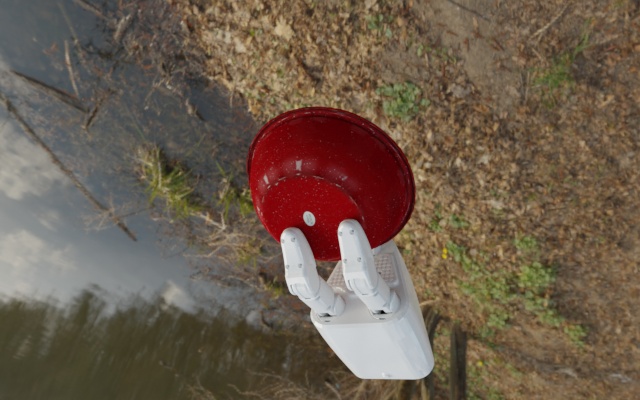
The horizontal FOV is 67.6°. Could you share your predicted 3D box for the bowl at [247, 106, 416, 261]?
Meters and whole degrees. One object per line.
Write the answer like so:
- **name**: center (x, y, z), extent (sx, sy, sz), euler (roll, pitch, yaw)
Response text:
- **bowl**: center (-0.001, 0.001, 0.423), extent (0.162, 0.162, 0.055), euler (0, 35, 20)
